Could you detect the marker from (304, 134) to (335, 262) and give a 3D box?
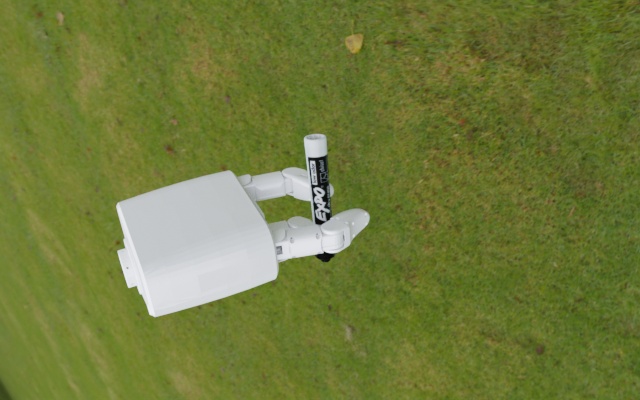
[{"bbox_3d":[0.000,0.001,0.425,0.020,0.121,0.020,-4,25,2],"label":"marker"}]
